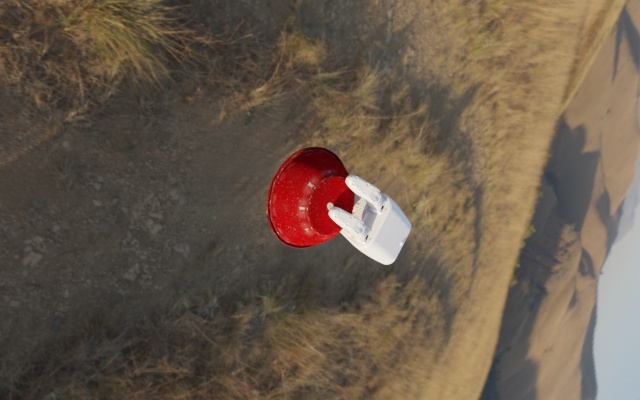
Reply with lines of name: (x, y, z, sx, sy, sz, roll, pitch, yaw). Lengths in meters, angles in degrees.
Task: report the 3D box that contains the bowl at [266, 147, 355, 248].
bowl: (-0.001, 0.002, 0.719, 0.162, 0.162, 0.055, 0, 13, -40)
